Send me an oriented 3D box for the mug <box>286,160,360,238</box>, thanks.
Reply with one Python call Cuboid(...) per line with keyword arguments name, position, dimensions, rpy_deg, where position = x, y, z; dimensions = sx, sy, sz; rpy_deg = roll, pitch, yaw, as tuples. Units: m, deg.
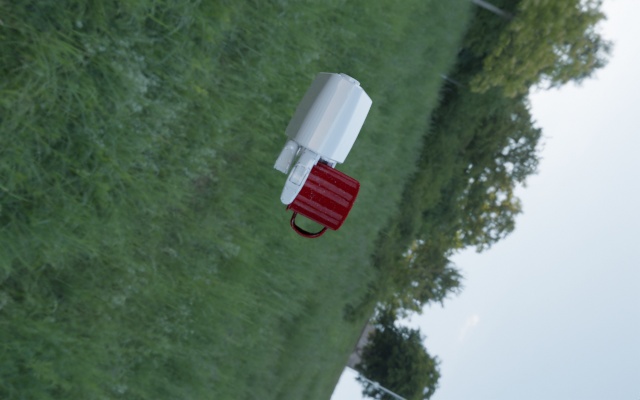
Cuboid(name="mug", position=(0.000, 0.004, 0.700), dimensions=(0.081, 0.117, 0.093), rpy_deg=(27, 10, -3))
